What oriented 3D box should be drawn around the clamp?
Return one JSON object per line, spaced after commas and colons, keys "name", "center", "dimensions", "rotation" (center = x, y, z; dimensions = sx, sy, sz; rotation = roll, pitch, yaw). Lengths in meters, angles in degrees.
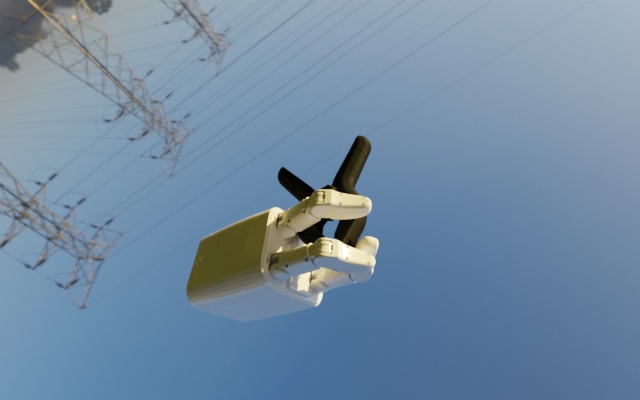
{"name": "clamp", "center": [0.000, 0.002, 0.535], "dimensions": [0.120, 0.171, 0.039], "rotation": [-19, -49, 24]}
